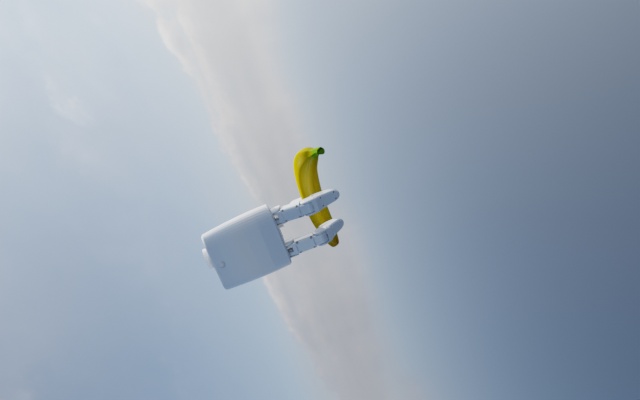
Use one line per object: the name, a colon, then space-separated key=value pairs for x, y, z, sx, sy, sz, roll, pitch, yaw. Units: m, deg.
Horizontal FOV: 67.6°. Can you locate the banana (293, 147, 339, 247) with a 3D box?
banana: x=-0.009 y=-0.010 z=0.744 sx=0.037 sy=0.198 sz=0.069 roll=-26 pitch=43 yaw=-15
